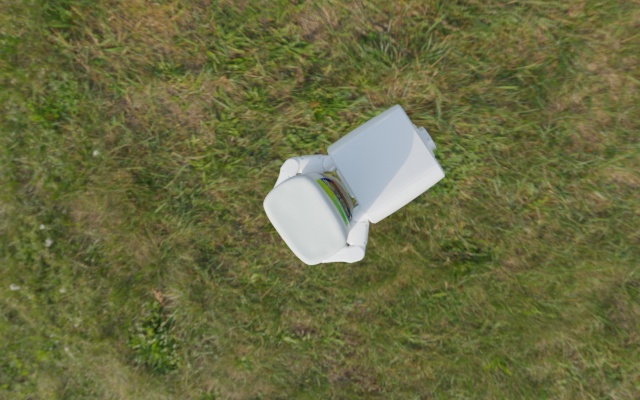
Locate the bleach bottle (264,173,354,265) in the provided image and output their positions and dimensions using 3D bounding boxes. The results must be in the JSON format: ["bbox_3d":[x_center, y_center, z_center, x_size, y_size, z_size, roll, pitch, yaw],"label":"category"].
[{"bbox_3d":[0.000,0.002,0.638,0.068,0.102,0.251,-33,5,12],"label":"bleach bottle"}]
